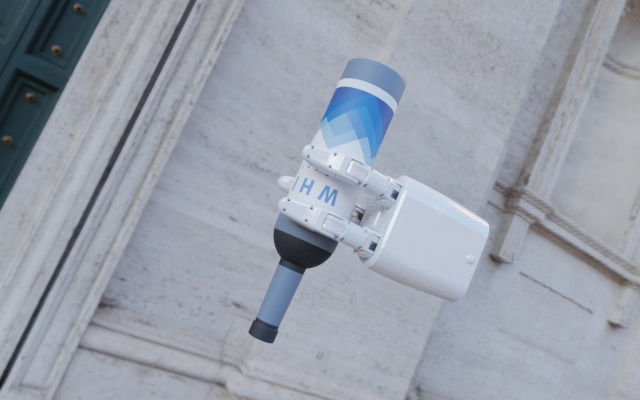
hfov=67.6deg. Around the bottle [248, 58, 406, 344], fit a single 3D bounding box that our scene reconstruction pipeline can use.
[{"bbox_3d":[0.000,0.001,0.487,0.069,0.295,0.069,23,-7,3],"label":"bottle"}]
